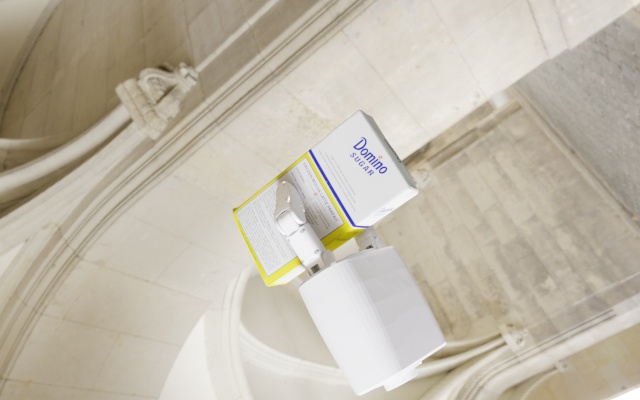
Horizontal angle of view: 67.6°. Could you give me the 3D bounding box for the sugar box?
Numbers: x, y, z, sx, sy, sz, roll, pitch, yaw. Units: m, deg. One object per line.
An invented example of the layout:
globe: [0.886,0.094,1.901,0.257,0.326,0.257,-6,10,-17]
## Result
sugar box: [0.000,0.002,0.477,0.176,0.093,0.048,-35,-18,18]
